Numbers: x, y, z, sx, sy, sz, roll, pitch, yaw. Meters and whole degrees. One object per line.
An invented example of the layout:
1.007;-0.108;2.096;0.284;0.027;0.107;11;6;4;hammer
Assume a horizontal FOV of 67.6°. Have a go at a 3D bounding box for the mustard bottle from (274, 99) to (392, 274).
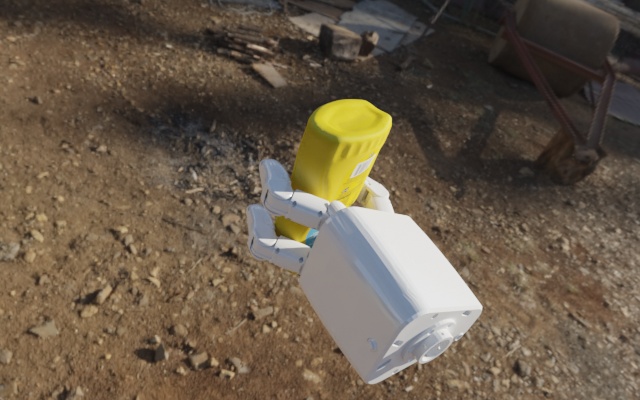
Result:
0.000;0.001;0.457;0.058;0.192;0.096;35;38;18;mustard bottle
